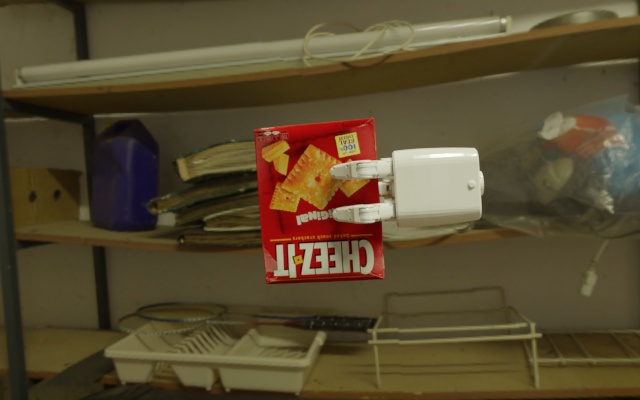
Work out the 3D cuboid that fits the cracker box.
[{"bbox_3d":[0.000,0.002,0.656,0.164,0.213,0.072,-4,2,7],"label":"cracker box"}]
